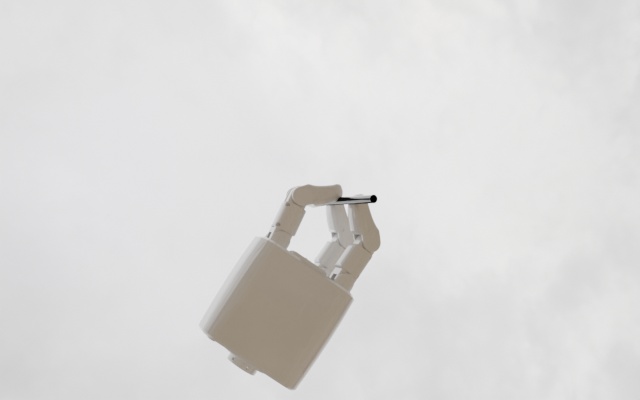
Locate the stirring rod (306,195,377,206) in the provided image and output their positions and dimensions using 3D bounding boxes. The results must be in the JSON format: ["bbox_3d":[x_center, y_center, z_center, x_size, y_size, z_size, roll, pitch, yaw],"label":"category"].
[{"bbox_3d":[0.000,0.002,0.547,0.011,0.011,0.239,0,-2,-24],"label":"stirring rod"}]
